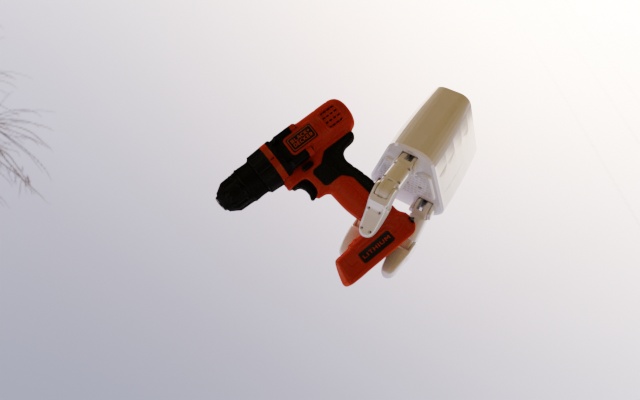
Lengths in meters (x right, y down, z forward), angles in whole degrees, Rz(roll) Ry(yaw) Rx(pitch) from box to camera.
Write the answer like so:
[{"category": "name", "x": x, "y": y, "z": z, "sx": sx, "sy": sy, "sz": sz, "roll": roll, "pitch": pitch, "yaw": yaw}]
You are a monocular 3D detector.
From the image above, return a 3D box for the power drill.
[{"category": "power drill", "x": 0.001, "y": 0.002, "z": 0.540, "sx": 0.184, "sy": 0.187, "sz": 0.057, "roll": -38, "pitch": -5, "yaw": -3}]
